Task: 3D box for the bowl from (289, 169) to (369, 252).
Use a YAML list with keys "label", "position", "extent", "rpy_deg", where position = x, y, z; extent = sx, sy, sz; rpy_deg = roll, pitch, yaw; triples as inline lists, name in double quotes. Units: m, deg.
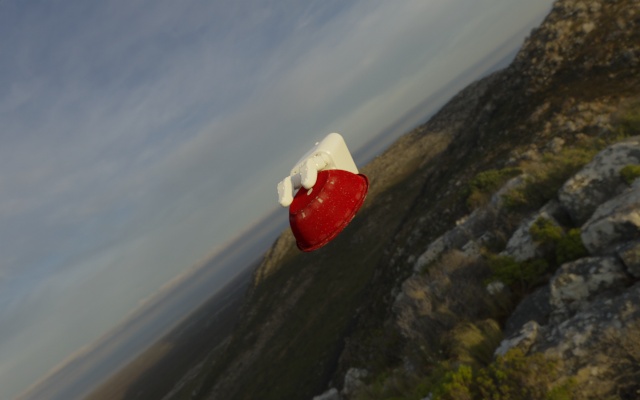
- label: "bowl"
  position: [0.000, 0.003, 0.765]
  extent: [0.055, 0.162, 0.162]
  rpy_deg: [42, -18, -21]
